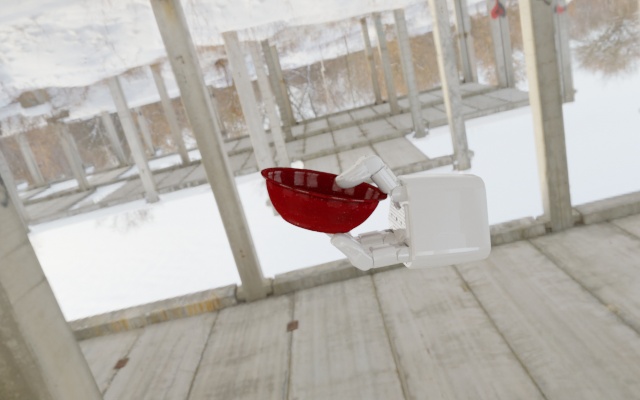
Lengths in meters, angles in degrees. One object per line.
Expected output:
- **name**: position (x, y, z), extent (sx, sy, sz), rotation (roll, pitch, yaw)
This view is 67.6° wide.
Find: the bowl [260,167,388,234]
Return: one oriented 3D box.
- **bowl**: position (-0.001, 0.002, 0.603), extent (0.162, 0.055, 0.162), rotation (11, 12, -2)
